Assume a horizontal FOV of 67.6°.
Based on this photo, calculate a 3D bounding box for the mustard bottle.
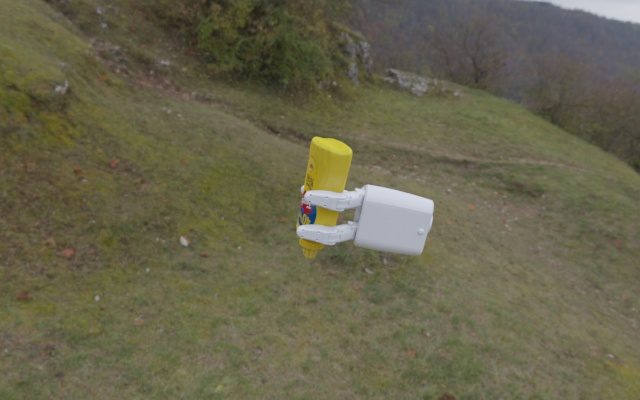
[{"bbox_3d":[0.000,0.002,0.753,0.058,0.192,0.096,4,20,-21],"label":"mustard bottle"}]
